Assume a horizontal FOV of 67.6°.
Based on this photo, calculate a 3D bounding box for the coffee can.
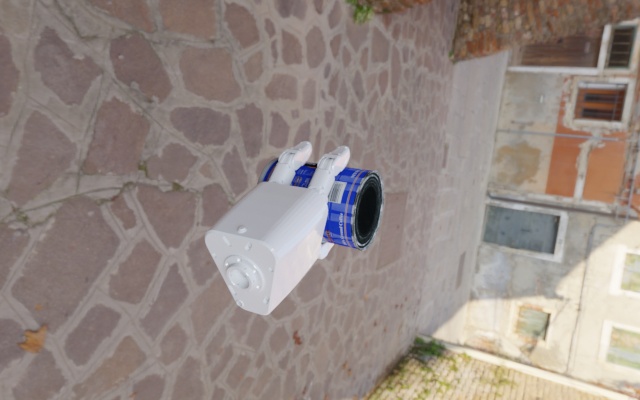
[{"bbox_3d":[0.000,0.002,0.627,0.140,0.103,0.103,10,4,26],"label":"coffee can"}]
